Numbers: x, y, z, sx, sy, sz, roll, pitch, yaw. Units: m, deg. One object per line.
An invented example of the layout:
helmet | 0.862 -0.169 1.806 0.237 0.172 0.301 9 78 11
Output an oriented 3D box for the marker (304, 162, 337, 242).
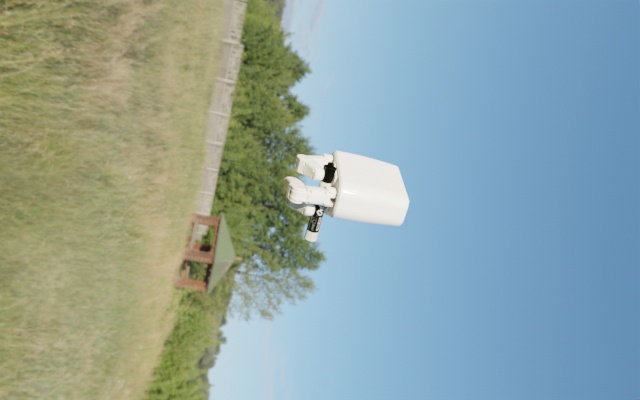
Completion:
marker | 0.000 0.002 0.685 0.020 0.121 0.020 14 21 -5
